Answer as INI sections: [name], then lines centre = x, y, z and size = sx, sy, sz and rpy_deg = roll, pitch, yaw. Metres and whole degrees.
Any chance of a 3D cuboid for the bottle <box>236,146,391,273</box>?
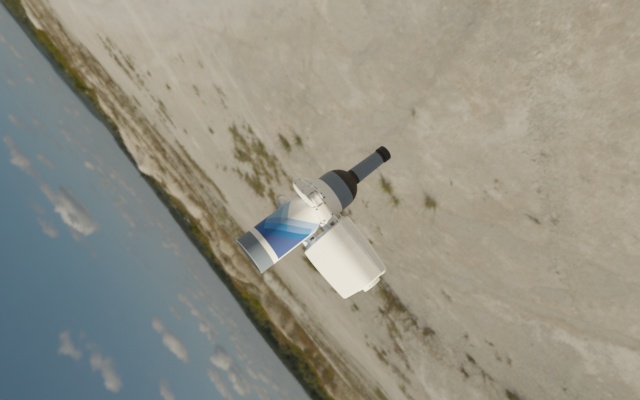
[bottle]
centre = 0.000, 0.003, 0.790
size = 0.295, 0.069, 0.069
rpy_deg = -37, 11, -15
